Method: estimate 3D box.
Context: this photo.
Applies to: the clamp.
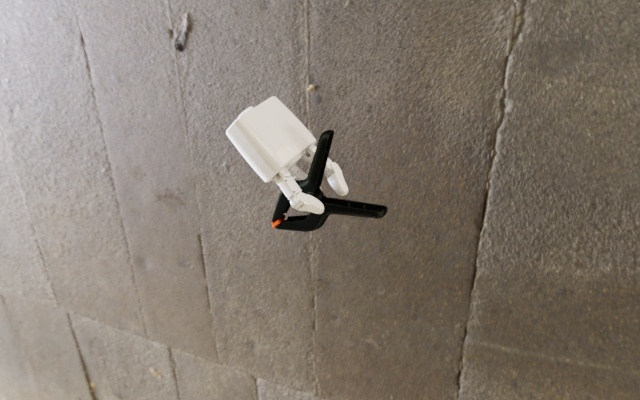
[{"bbox_3d":[-0.001,0.003,0.807,0.210,0.164,0.036,-39,2,34],"label":"clamp"}]
